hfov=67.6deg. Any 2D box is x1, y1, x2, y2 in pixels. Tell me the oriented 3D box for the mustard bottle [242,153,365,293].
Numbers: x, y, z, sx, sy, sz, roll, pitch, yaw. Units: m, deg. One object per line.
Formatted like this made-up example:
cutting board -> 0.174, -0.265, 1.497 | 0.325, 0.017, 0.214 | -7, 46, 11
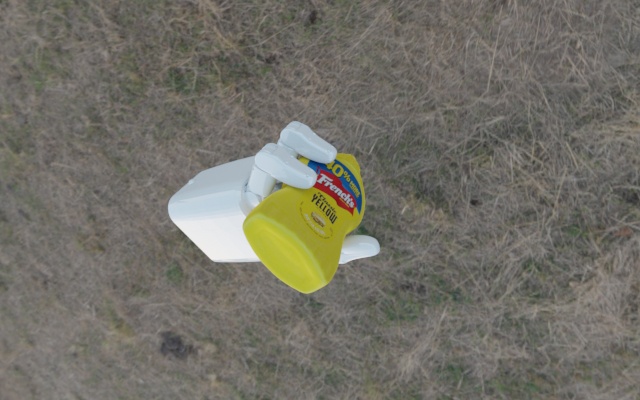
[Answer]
mustard bottle -> 0.000, 0.002, 0.504 | 0.058, 0.096, 0.191 | -36, 12, 38
